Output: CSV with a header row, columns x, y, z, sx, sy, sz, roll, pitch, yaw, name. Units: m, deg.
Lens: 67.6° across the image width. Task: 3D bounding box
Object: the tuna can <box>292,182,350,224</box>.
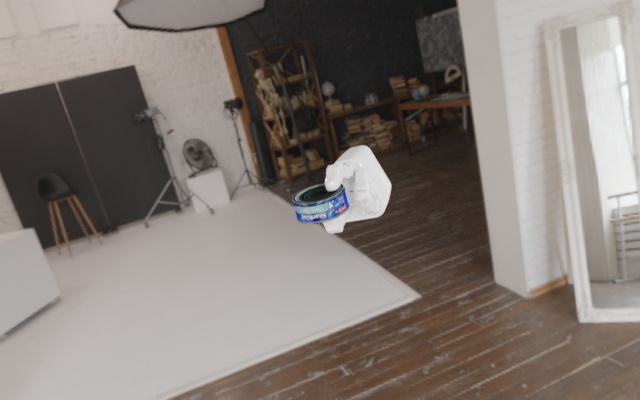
x,y,z,sx,sy,sz,roll,pitch,yaw,name
0.000,0.002,0.737,0.086,0.034,0.086,-13,21,5,tuna can
